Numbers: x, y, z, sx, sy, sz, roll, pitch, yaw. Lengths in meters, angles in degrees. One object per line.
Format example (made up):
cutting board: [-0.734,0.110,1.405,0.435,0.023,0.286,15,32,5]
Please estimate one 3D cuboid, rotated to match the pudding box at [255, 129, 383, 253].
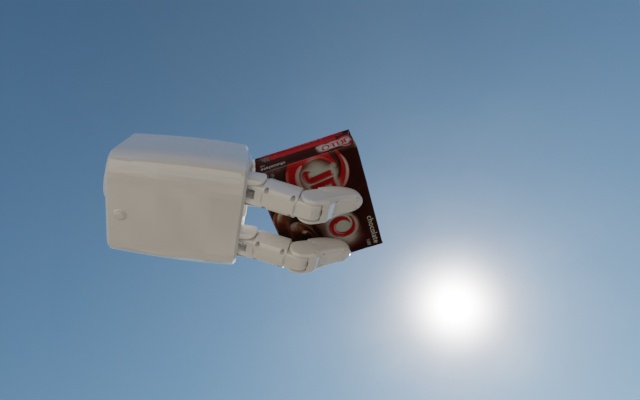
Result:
pudding box: [0.000,0.001,0.437,0.090,0.114,0.039,-17,35,3]
